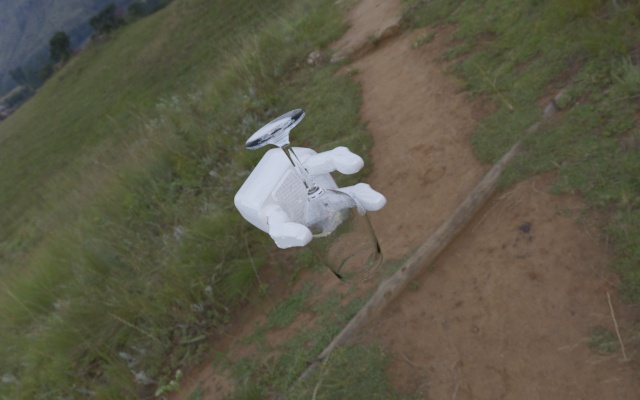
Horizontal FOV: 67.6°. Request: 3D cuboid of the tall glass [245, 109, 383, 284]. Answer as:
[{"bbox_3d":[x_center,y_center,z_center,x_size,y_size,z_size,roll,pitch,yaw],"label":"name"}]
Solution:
[{"bbox_3d":[0.000,0.001,0.540,0.079,0.201,0.079,-27,23,13],"label":"tall glass"}]
